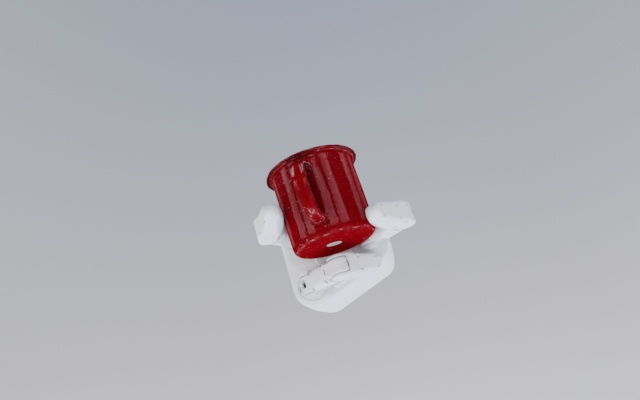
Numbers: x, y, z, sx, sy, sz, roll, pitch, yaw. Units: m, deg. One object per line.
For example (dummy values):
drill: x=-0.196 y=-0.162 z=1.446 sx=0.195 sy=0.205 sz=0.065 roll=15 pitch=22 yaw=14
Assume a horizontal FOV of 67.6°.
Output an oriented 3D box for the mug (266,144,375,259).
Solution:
mug: x=0.000 y=0.001 z=0.447 sx=0.093 sy=0.081 sz=0.117 roll=-21 pitch=-21 yaw=7
